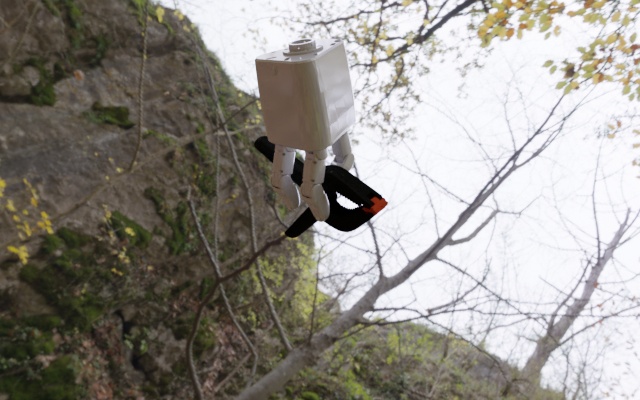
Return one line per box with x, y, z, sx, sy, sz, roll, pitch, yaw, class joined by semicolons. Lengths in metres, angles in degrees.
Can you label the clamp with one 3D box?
0.001;0.002;0.647;0.210;0.165;0.036;17;42;40;clamp
